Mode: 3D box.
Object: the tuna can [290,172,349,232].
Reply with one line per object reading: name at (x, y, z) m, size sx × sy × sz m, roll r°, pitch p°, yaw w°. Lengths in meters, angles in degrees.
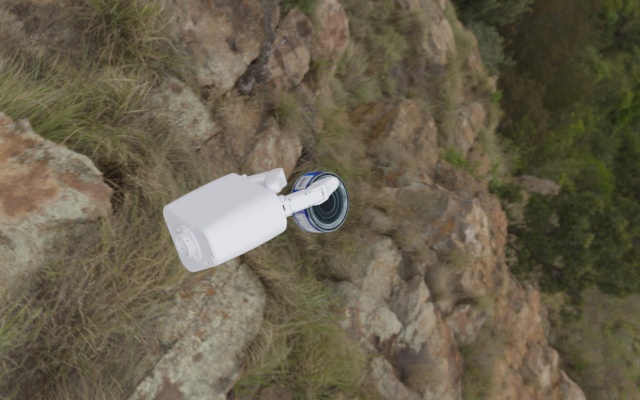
tuna can at (0.001, 0.002, 0.667) m, size 0.086 × 0.086 × 0.034 m, roll 0°, pitch -1°, yaw -43°
